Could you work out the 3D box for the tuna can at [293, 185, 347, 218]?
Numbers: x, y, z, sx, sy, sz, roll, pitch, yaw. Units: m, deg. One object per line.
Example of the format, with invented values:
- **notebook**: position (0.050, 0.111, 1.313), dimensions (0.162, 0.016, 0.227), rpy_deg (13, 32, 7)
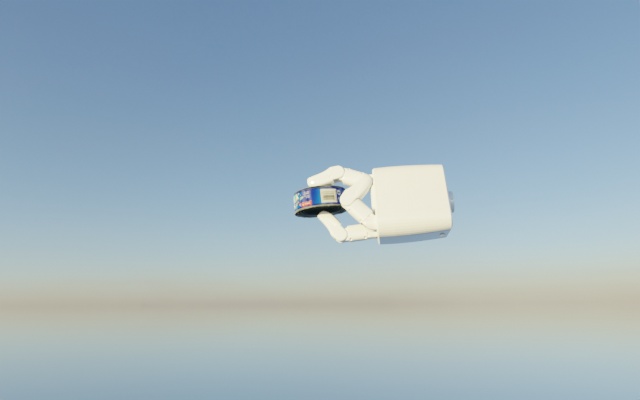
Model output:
- **tuna can**: position (0.000, 0.002, 0.758), dimensions (0.086, 0.033, 0.086), rpy_deg (-6, -13, -1)
